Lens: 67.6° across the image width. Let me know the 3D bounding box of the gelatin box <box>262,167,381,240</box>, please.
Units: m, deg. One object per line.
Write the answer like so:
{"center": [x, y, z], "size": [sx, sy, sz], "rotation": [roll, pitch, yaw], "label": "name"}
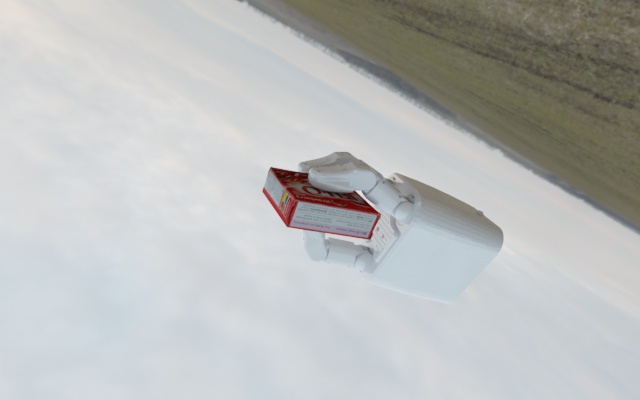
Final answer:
{"center": [0.000, 0.002, 0.438], "size": [0.089, 0.030, 0.073], "rotation": [10, 21, -28], "label": "gelatin box"}
